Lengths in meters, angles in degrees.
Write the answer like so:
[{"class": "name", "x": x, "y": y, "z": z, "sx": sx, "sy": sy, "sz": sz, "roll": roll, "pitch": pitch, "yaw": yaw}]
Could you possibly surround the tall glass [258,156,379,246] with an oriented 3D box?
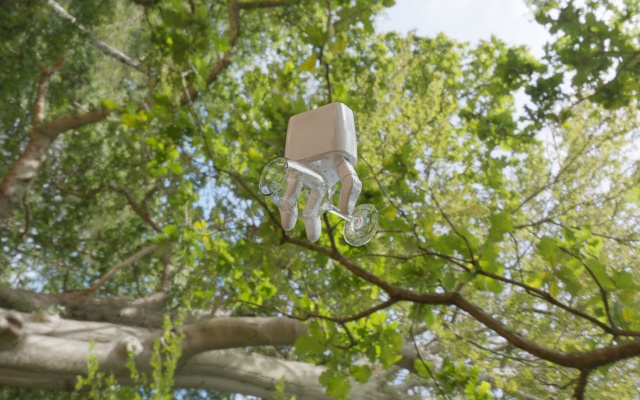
[{"class": "tall glass", "x": 0.001, "y": 0.003, "z": 0.732, "sx": 0.079, "sy": 0.079, "sz": 0.201, "roll": 0, "pitch": -22, "yaw": 47}]
